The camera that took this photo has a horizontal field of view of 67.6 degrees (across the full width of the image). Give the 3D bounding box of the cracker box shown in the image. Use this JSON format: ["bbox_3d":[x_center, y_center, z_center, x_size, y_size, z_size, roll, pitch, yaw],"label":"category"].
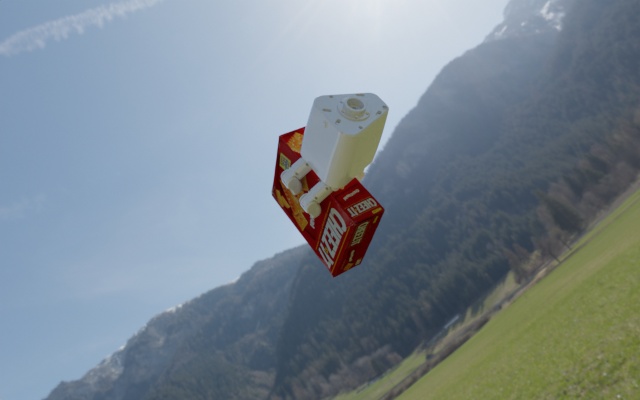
[{"bbox_3d":[0.000,0.003,0.829,0.072,0.213,0.164,-24,-30,-28],"label":"cracker box"}]
